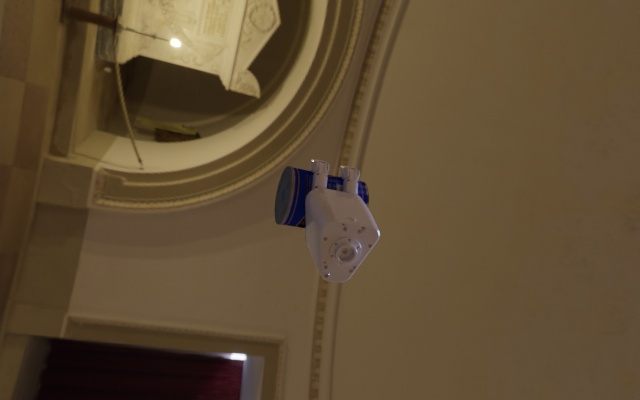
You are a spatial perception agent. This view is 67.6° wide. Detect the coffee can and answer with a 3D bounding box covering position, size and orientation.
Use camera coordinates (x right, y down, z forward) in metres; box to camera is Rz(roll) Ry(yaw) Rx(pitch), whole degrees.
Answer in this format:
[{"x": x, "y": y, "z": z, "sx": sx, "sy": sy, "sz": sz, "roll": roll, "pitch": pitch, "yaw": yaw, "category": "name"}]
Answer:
[{"x": 0.000, "y": 0.003, "z": 0.839, "sx": 0.140, "sy": 0.103, "sz": 0.103, "roll": 10, "pitch": -3, "yaw": -17, "category": "coffee can"}]
